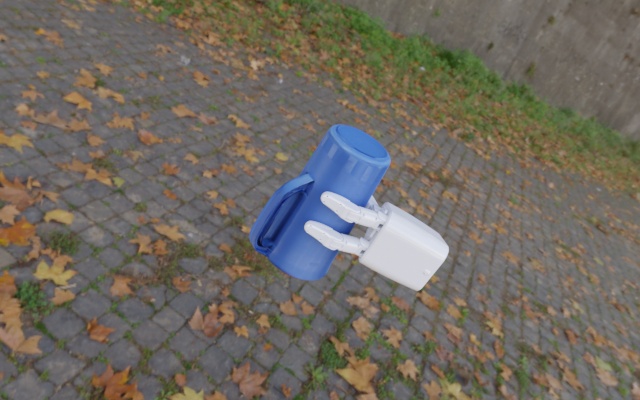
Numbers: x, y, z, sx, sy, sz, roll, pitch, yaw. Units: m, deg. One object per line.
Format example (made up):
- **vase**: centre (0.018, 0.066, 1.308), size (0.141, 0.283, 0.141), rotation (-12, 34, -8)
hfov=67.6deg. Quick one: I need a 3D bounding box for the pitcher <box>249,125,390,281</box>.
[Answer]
- **pitcher**: centre (0.000, 0.003, 0.770), size (0.145, 0.243, 0.149), rotation (31, 27, -1)
